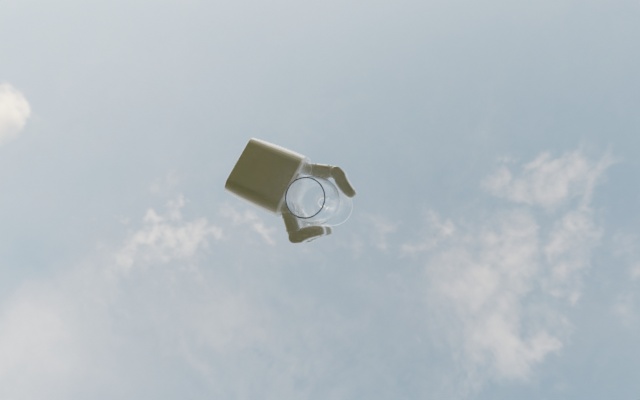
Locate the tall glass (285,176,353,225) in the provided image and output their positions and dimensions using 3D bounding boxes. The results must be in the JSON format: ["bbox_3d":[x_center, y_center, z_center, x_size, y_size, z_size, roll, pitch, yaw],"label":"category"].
[{"bbox_3d":[0.000,0.003,0.795,0.079,0.079,0.201,0,-4,13],"label":"tall glass"}]
